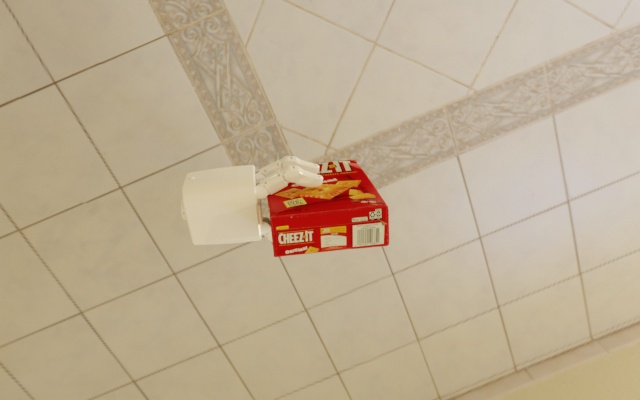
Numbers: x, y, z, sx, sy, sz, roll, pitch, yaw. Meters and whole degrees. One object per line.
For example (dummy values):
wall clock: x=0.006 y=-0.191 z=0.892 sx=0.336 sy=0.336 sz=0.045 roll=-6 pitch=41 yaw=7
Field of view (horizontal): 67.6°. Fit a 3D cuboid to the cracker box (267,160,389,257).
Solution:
cracker box: x=0.000 y=0.003 z=0.741 sx=0.164 sy=0.072 sz=0.213 roll=-5 pitch=23 yaw=-6
